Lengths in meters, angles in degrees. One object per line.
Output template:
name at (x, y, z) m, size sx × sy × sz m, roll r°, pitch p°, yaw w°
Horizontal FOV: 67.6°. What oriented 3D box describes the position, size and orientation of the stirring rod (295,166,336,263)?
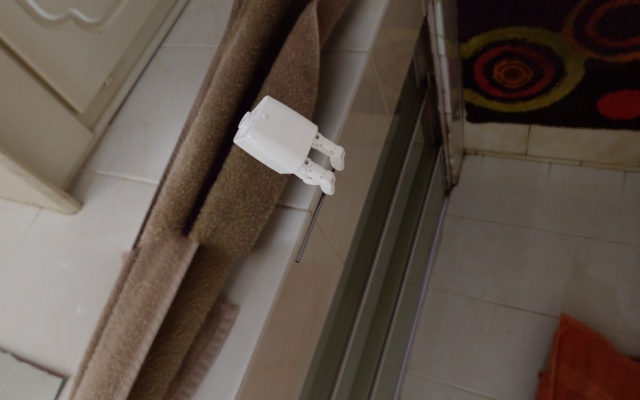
stirring rod at (0.000, 0.003, 0.864) m, size 0.011 × 0.239 × 0.011 m, roll 18°, pitch -24°, yaw 8°
